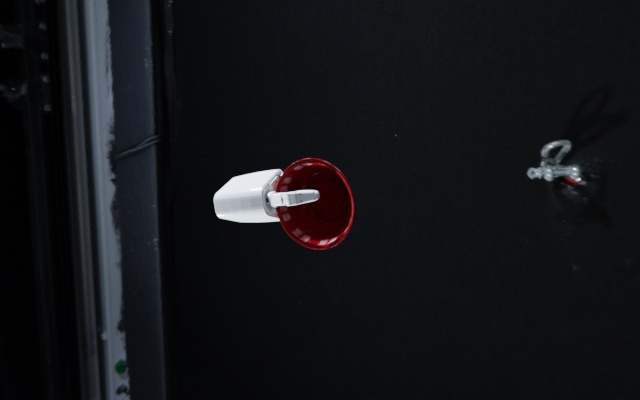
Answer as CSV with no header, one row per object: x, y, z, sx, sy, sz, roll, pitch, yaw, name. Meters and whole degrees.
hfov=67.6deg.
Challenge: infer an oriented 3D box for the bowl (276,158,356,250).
0.002,0.003,0.850,0.162,0.162,0.055,0,10,30,bowl
